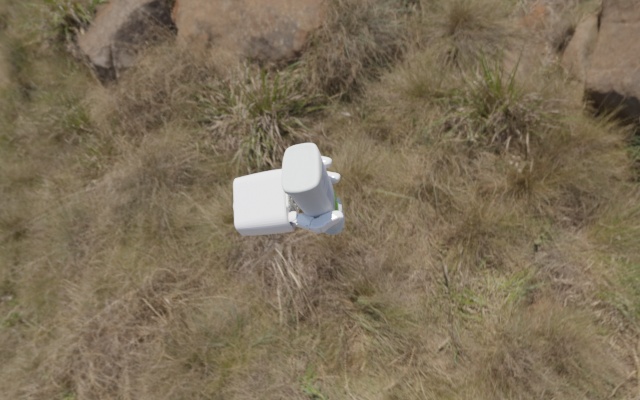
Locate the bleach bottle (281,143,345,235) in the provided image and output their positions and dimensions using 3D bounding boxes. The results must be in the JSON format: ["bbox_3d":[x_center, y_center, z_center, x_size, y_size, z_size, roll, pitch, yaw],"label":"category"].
[{"bbox_3d":[0.000,0.003,0.899,0.068,0.102,0.251,-8,-32,14],"label":"bleach bottle"}]
